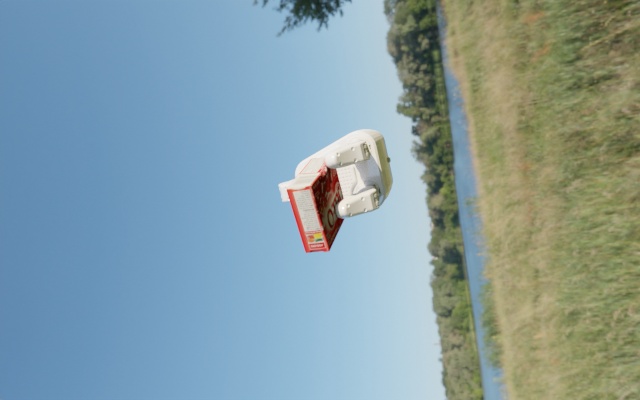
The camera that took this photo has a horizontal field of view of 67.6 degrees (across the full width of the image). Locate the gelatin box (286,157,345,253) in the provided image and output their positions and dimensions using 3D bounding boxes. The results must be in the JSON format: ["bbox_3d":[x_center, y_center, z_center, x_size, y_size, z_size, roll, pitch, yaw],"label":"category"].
[{"bbox_3d":[0.000,0.002,0.503,0.030,0.073,0.089,-7,23,20],"label":"gelatin box"}]
